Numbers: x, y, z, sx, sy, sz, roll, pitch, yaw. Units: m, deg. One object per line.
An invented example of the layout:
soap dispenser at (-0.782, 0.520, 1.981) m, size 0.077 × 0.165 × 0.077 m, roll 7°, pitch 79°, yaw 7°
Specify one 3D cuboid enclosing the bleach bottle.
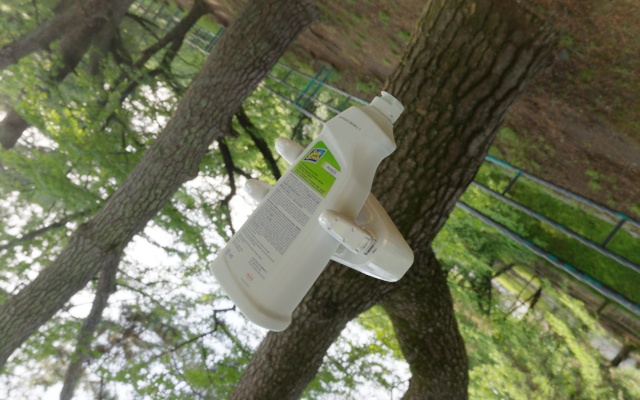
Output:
bleach bottle at (0.000, 0.002, 0.479) m, size 0.102 × 0.251 × 0.068 m, roll 40°, pitch 3°, yaw 36°
